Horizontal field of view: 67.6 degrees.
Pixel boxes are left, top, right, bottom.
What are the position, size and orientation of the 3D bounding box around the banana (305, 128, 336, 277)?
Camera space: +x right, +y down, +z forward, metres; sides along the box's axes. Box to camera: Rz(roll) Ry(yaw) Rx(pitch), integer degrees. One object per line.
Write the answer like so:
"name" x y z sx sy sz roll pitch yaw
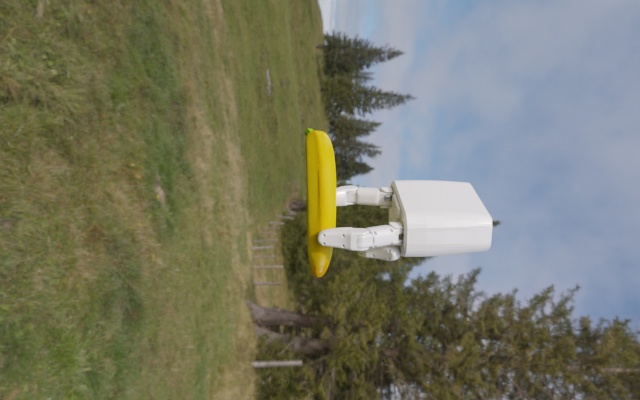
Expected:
"banana" 0.001 -0.005 0.594 0.037 0.197 0.069 -1 -11 -2
